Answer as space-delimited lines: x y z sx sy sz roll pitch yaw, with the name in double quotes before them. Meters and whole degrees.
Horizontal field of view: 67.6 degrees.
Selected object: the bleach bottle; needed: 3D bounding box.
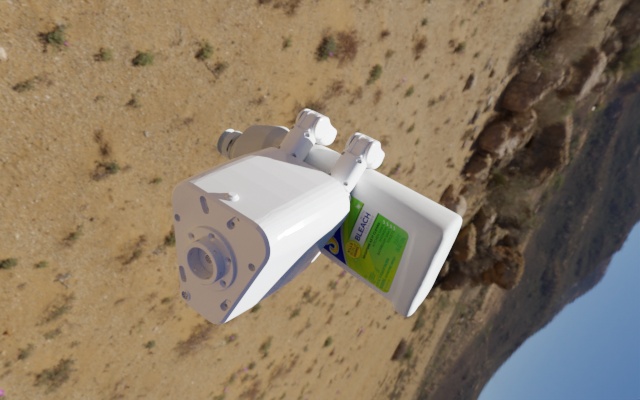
"bleach bottle" 0.000 0.001 0.462 0.251 0.103 0.068 29 30 22
